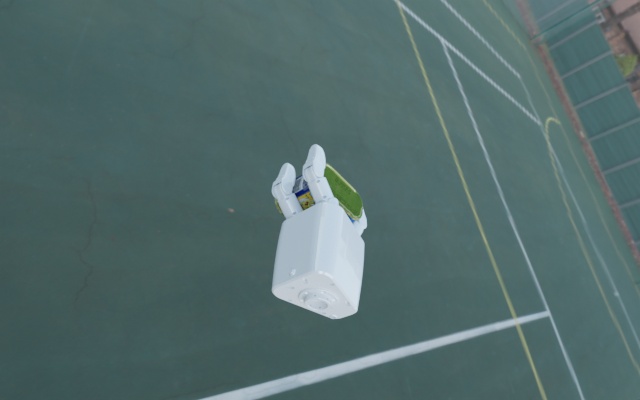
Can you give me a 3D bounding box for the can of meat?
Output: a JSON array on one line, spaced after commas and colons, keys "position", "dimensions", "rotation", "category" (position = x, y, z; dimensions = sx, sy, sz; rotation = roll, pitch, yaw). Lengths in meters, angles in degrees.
[{"position": [0.000, 0.002, 0.692], "dimensions": [0.084, 0.057, 0.102], "rotation": [-27, -55, 34], "category": "can of meat"}]
